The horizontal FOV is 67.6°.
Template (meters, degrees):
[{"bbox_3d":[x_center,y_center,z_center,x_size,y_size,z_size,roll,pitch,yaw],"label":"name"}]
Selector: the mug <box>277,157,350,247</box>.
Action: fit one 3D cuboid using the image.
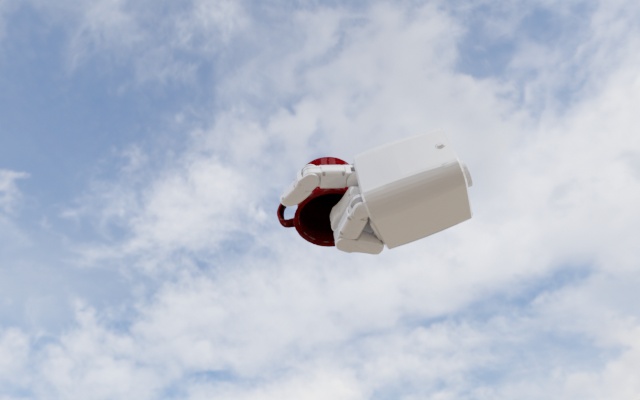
[{"bbox_3d":[-0.001,0.002,0.611,0.117,0.093,0.081,-19,39,10],"label":"mug"}]
